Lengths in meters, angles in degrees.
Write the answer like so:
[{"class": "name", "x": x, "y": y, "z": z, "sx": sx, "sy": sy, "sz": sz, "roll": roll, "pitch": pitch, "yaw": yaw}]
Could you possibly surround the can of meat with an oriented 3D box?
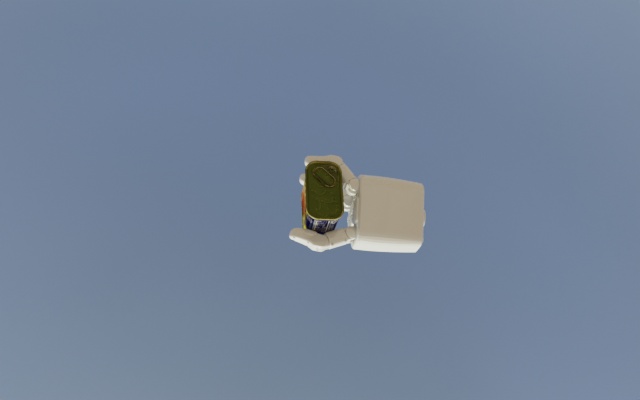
[{"class": "can of meat", "x": 0.000, "y": 0.003, "z": 0.753, "sx": 0.057, "sy": 0.102, "sz": 0.084, "roll": 2, "pitch": -29, "yaw": -8}]
